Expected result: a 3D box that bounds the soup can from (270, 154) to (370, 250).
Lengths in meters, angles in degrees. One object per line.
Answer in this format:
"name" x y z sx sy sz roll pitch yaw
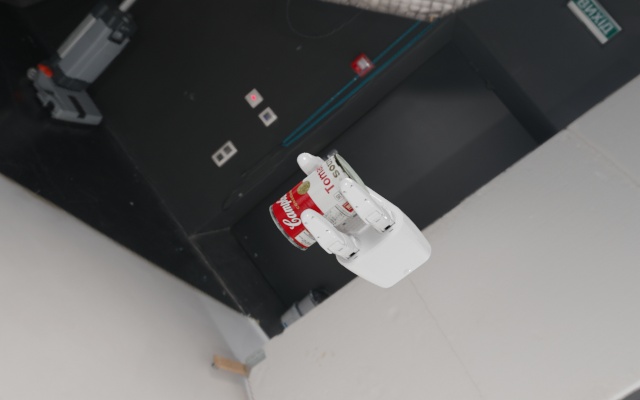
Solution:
"soup can" 0.000 0.001 0.566 0.102 0.068 0.068 -39 -9 12
